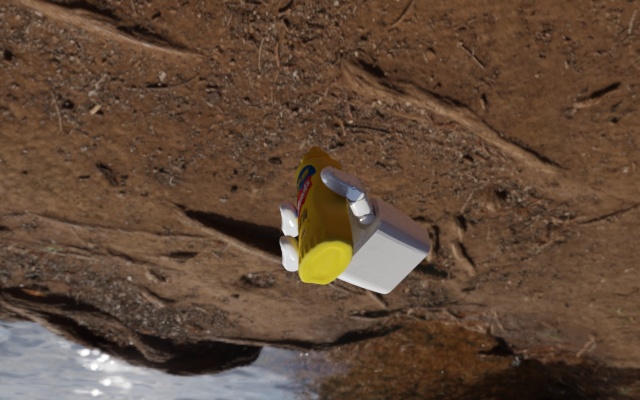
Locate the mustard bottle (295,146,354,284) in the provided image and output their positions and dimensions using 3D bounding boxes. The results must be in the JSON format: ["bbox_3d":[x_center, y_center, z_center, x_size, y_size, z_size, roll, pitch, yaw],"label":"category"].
[{"bbox_3d":[0.000,0.002,0.607,0.058,0.191,0.096,8,-42,-15],"label":"mustard bottle"}]
